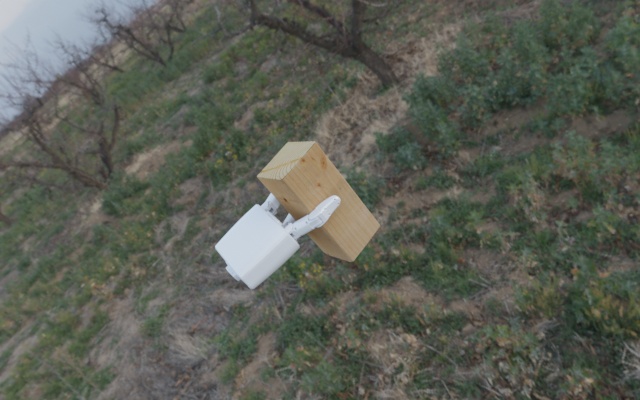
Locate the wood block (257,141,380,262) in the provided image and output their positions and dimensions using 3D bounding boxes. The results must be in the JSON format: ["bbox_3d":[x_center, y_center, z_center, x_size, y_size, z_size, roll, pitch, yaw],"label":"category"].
[{"bbox_3d":[0.000,0.003,0.835,0.206,0.090,0.091,50,-22,-28],"label":"wood block"}]
